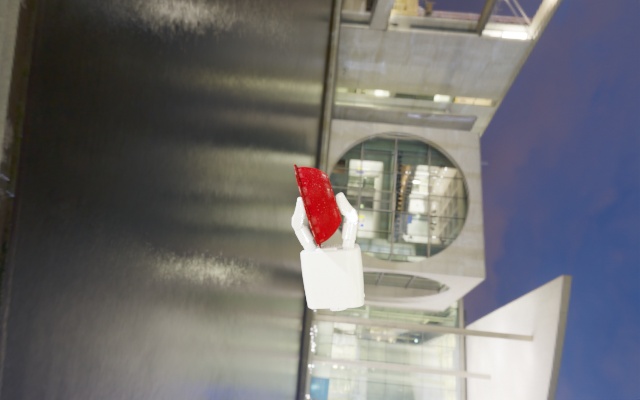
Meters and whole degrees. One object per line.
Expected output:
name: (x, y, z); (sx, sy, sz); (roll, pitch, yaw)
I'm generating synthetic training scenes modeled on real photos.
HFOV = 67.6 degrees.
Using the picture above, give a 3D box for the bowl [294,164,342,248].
bowl: (0.000, 0.002, 0.878); (0.055, 0.162, 0.162); (-17, -1, 2)
